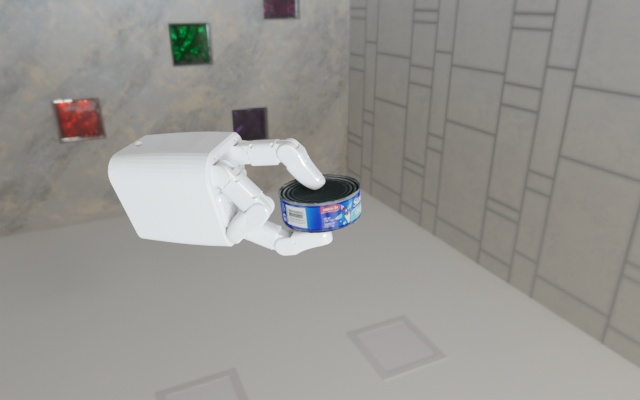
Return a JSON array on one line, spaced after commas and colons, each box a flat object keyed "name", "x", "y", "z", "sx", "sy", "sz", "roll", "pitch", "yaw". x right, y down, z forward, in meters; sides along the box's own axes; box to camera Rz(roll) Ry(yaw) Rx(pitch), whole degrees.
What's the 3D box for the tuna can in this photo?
[{"name": "tuna can", "x": 0.000, "y": 0.002, "z": 0.502, "sx": 0.086, "sy": 0.034, "sz": 0.086, "roll": -5, "pitch": 22, "yaw": 2}]
